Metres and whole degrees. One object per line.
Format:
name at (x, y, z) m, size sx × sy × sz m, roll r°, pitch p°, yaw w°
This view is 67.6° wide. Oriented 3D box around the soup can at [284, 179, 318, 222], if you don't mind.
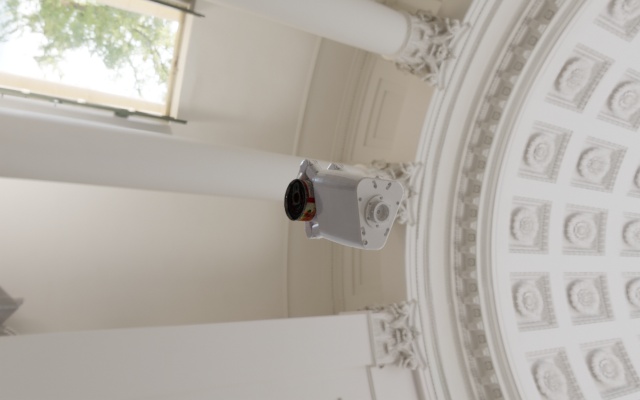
soup can at (0.000, 0.003, 0.793) m, size 0.102 × 0.068 × 0.068 m, roll 5°, pitch -3°, yaw -33°
